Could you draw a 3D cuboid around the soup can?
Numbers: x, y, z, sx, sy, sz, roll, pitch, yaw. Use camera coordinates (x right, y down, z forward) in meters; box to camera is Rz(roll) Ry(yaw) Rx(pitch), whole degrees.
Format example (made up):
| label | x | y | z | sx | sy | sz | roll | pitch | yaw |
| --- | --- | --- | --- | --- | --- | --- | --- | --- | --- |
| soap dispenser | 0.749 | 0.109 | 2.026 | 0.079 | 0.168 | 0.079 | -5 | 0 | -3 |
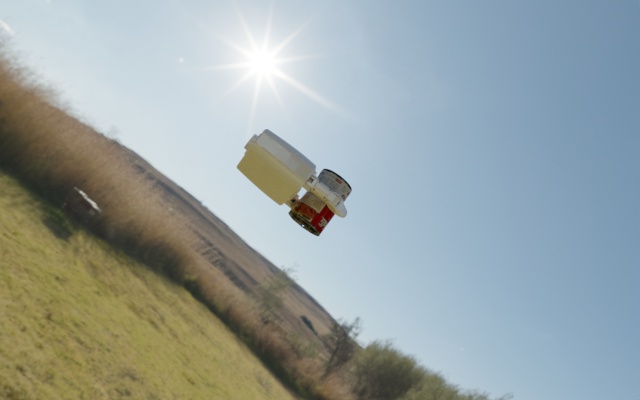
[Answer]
| label | x | y | z | sx | sy | sz | roll | pitch | yaw |
| --- | --- | --- | --- | --- | --- | --- | --- | --- | --- |
| soup can | 0.001 | 0.003 | 0.842 | 0.068 | 0.102 | 0.068 | 35 | -14 | 10 |
